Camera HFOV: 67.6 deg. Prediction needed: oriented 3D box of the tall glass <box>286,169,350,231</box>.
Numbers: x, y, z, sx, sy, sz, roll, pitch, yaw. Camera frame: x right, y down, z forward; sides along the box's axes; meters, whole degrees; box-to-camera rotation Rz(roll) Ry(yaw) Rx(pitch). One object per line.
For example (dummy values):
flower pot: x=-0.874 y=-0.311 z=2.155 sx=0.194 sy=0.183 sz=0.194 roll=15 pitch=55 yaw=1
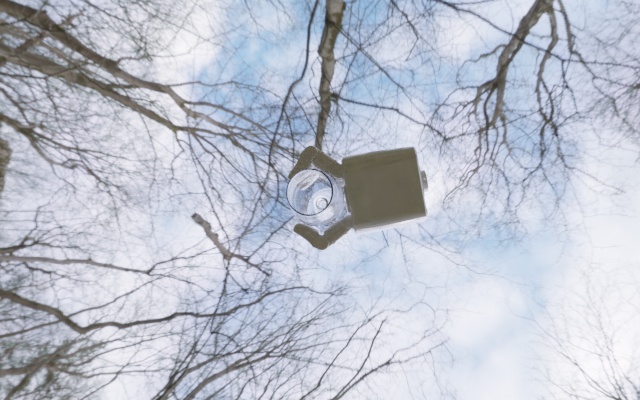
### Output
tall glass: x=0.000 y=0.002 z=0.707 sx=0.079 sy=0.079 sz=0.201 roll=0 pitch=-7 yaw=9
